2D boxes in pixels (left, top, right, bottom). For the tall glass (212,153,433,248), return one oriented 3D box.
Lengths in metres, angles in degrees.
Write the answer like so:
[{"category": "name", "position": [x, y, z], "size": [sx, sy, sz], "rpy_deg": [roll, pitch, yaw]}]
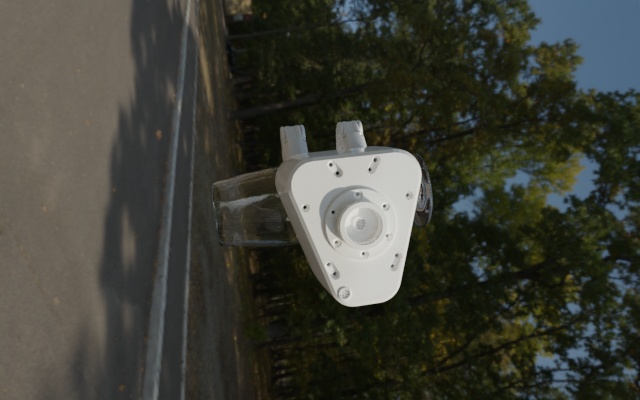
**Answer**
[{"category": "tall glass", "position": [0.001, 0.001, 0.464], "size": [0.201, 0.079, 0.079], "rpy_deg": [-7, 1, -7]}]
